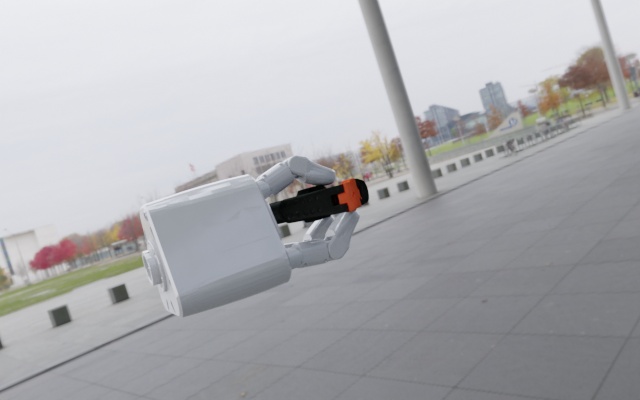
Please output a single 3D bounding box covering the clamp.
[{"bbox_3d":[0.000,0.001,0.521,0.164,0.036,0.210,-15,0,-28],"label":"clamp"}]
